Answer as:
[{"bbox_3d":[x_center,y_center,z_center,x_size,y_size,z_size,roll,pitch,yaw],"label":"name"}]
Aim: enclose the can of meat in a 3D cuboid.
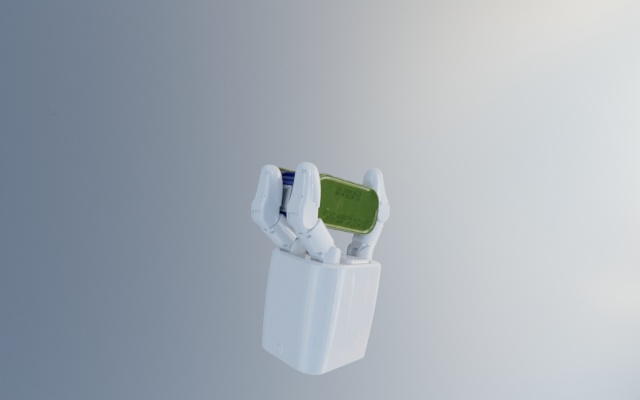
[{"bbox_3d":[0.000,0.002,0.508,0.102,0.057,0.084,13,-2,-39],"label":"can of meat"}]
